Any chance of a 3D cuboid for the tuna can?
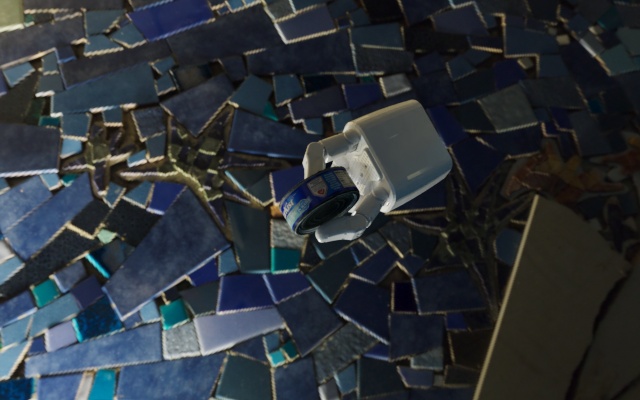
[{"bbox_3d":[0.000,0.002,0.520,0.086,0.033,0.086,-29,-18,-10],"label":"tuna can"}]
